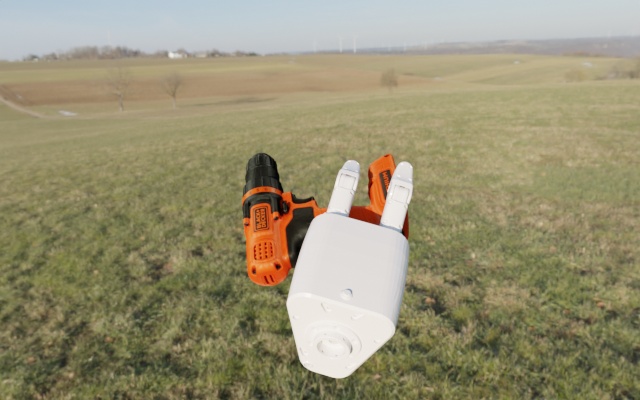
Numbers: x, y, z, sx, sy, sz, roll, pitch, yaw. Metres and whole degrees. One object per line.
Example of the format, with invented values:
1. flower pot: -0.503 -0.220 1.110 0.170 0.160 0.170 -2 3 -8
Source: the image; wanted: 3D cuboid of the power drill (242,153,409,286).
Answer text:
1. power drill: 0.001 0.002 0.561 0.187 0.184 0.057 -12 -37 4
